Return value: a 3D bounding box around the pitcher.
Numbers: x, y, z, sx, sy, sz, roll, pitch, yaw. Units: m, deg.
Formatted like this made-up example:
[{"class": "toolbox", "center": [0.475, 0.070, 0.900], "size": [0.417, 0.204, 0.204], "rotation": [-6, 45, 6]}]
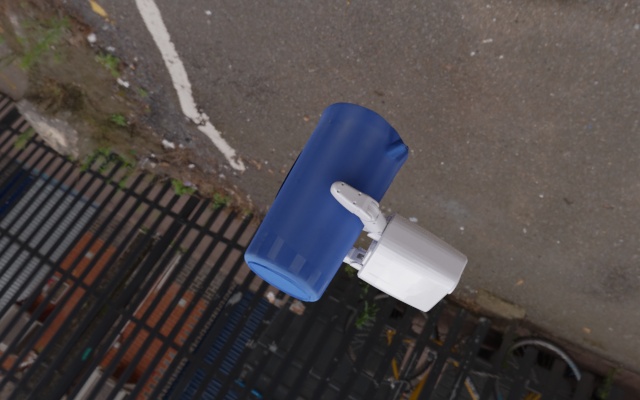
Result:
[{"class": "pitcher", "center": [0.000, 0.002, 0.632], "size": [0.145, 0.242, 0.149], "rotation": [29, -20, 6]}]
